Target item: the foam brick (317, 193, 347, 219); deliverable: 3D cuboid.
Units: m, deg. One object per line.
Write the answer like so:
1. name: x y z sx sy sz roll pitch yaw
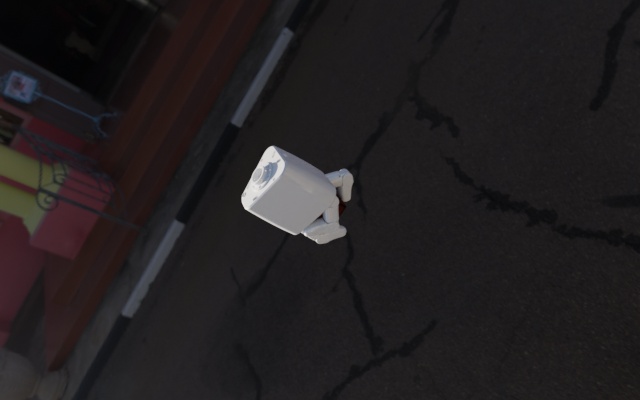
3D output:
1. foam brick: 0.000 0.003 0.852 0.051 0.053 0.078 28 15 -34
